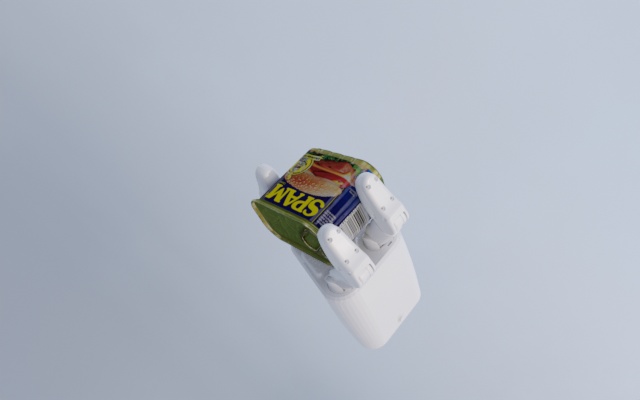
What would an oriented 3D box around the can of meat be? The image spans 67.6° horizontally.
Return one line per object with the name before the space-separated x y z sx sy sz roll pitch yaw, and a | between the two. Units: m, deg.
can of meat | 0.000 0.001 0.444 0.102 0.057 0.084 22 61 45
